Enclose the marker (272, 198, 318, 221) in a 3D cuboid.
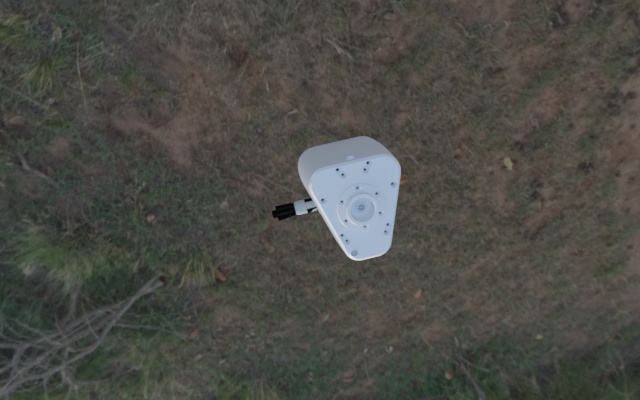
[{"bbox_3d":[0.000,0.002,0.582,0.121,0.020,0.020,-14,1,-3],"label":"marker"}]
